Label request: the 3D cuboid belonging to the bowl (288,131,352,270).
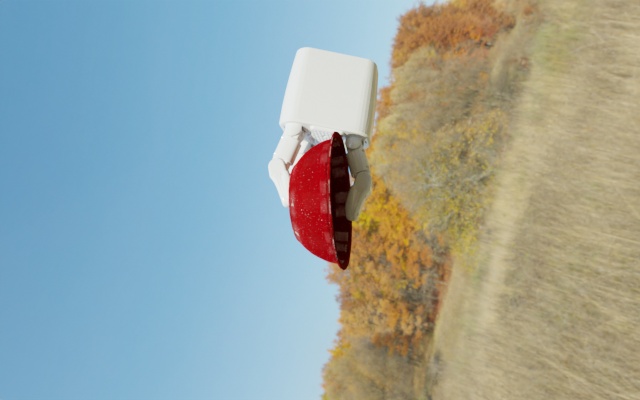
[{"bbox_3d":[0.000,0.003,0.561,0.055,0.162,0.162,-3,-1,11],"label":"bowl"}]
